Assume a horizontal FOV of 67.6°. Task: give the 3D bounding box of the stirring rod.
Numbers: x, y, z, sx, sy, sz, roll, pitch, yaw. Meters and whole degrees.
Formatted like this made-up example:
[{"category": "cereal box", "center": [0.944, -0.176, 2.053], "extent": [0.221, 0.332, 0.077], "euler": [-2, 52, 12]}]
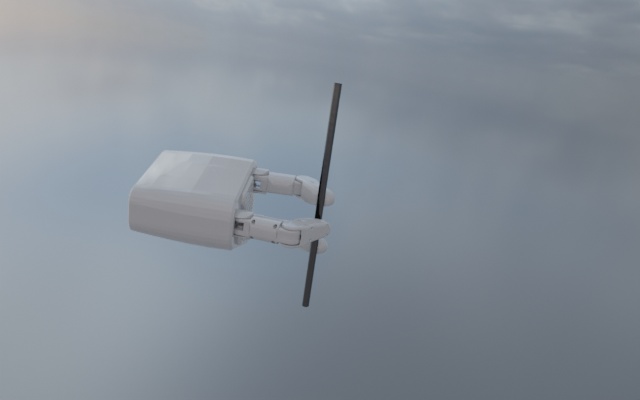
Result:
[{"category": "stirring rod", "center": [0.000, 0.002, 0.493], "extent": [0.011, 0.239, 0.011], "euler": [8, 17, -2]}]
